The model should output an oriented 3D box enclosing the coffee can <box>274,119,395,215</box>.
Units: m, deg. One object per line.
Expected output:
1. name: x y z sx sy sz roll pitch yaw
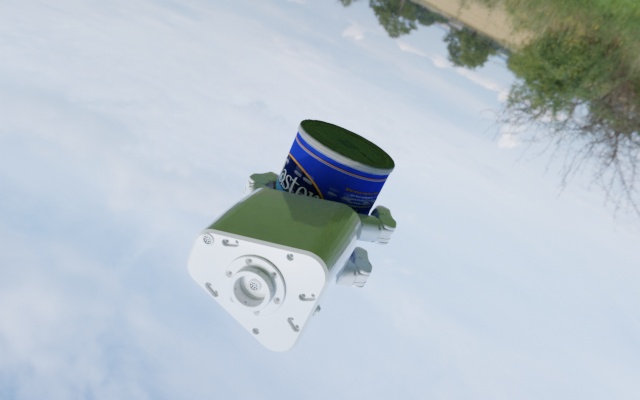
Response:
1. coffee can: 0.000 0.001 0.494 0.103 0.140 0.102 21 22 -9
